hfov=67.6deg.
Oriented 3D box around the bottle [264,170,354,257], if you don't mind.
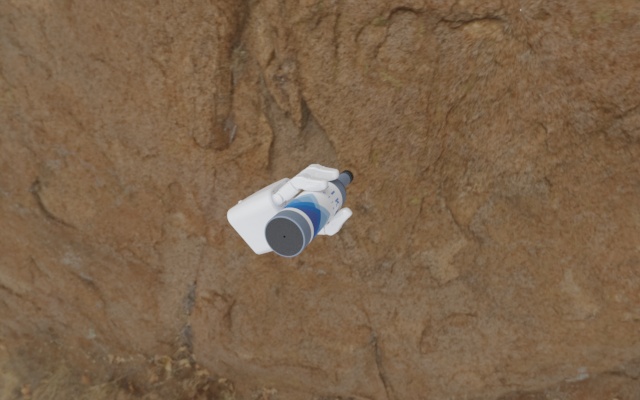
[{"bbox_3d":[0.000,0.003,0.825,0.069,0.069,0.295,0,20,23],"label":"bottle"}]
